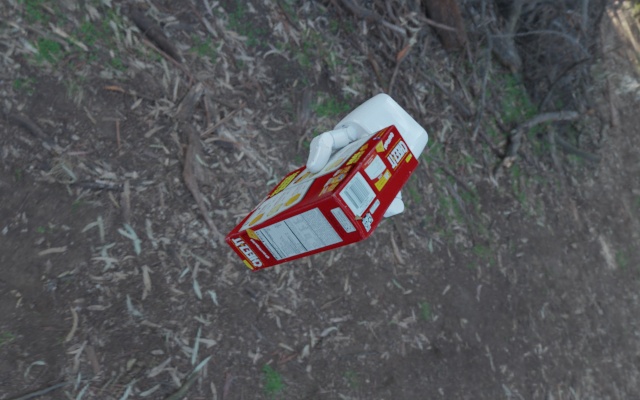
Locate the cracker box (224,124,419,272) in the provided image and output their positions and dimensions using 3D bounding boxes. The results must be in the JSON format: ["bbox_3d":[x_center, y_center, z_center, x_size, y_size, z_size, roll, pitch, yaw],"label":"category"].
[{"bbox_3d":[0.000,0.002,0.615,0.214,0.072,0.164,-22,20,44],"label":"cracker box"}]
